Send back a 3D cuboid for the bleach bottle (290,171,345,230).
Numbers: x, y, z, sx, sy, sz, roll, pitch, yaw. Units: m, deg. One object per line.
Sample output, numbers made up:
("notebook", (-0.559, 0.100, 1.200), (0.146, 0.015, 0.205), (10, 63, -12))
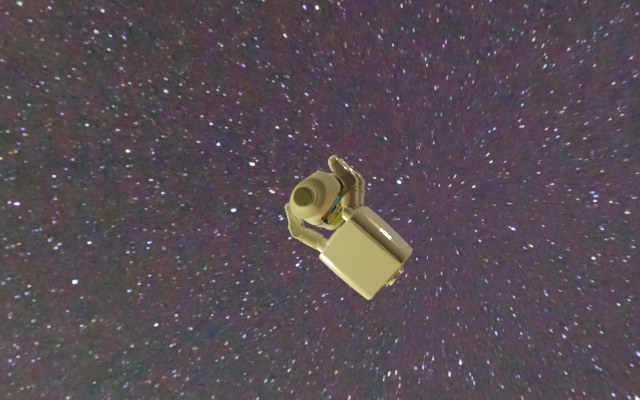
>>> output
("bleach bottle", (0.000, 0.002, 0.779), (0.068, 0.102, 0.251), (40, 9, 11))
